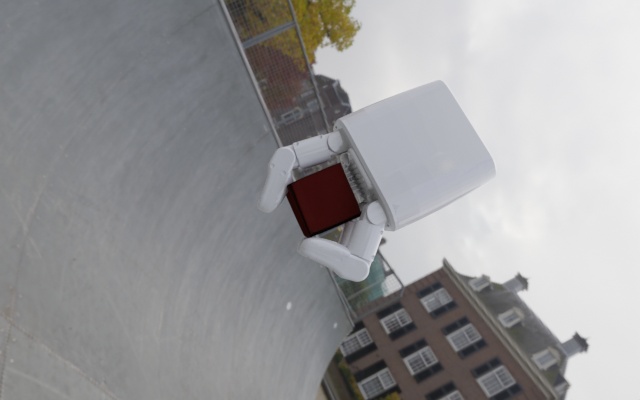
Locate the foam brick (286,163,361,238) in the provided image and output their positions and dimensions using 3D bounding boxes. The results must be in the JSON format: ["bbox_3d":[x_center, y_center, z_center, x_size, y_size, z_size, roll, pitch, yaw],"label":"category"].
[{"bbox_3d":[0.000,0.001,0.451,0.051,0.053,0.078,-24,1,-7],"label":"foam brick"}]
